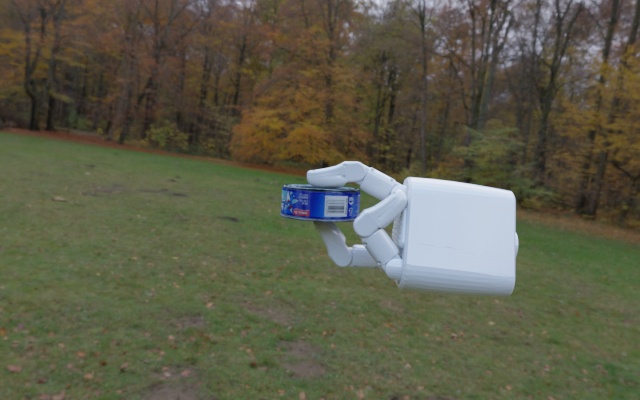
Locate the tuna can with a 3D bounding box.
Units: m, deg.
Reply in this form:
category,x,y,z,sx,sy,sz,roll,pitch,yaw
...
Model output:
category,x,y,z,sx,sy,sz,roll,pitch,yaw
tuna can,0.000,0.001,0.517,0.086,0.034,0.086,3,5,0
